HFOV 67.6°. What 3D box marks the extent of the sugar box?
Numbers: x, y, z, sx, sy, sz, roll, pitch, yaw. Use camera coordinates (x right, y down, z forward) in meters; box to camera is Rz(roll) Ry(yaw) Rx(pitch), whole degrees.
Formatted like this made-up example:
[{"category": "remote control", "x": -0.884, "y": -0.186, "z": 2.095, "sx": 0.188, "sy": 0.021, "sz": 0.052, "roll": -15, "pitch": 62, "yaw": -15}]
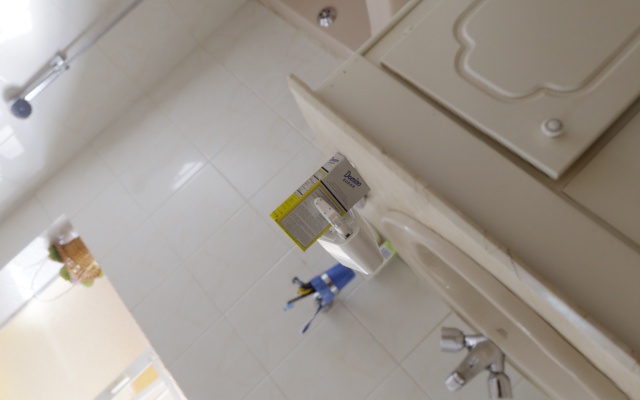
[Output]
[{"category": "sugar box", "x": 0.000, "y": 0.003, "z": 0.898, "sx": 0.093, "sy": 0.176, "sz": 0.048, "roll": 49, "pitch": -6, "yaw": -31}]
